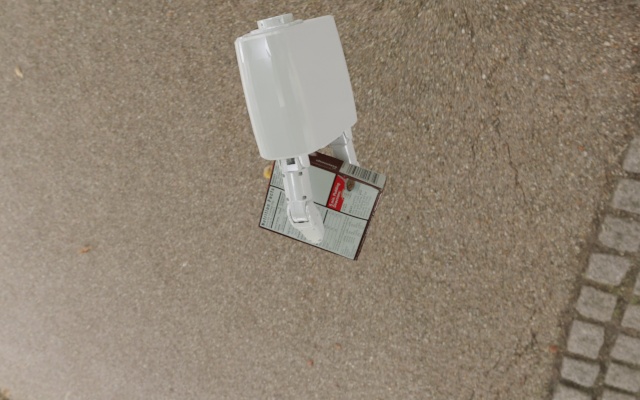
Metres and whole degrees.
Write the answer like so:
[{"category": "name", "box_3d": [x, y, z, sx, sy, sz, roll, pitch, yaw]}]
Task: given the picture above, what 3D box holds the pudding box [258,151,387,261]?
[{"category": "pudding box", "box_3d": [0.000, 0.002, 0.490, 0.113, 0.090, 0.039, 20, 27, 6]}]
